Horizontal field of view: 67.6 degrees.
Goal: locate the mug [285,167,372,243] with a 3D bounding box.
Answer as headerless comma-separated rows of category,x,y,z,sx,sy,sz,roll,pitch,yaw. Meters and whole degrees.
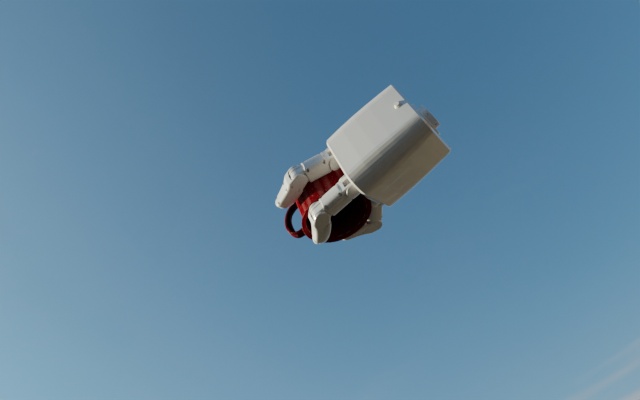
mug,-0.001,0.003,0.629,0.117,0.081,0.093,-40,-46,15
